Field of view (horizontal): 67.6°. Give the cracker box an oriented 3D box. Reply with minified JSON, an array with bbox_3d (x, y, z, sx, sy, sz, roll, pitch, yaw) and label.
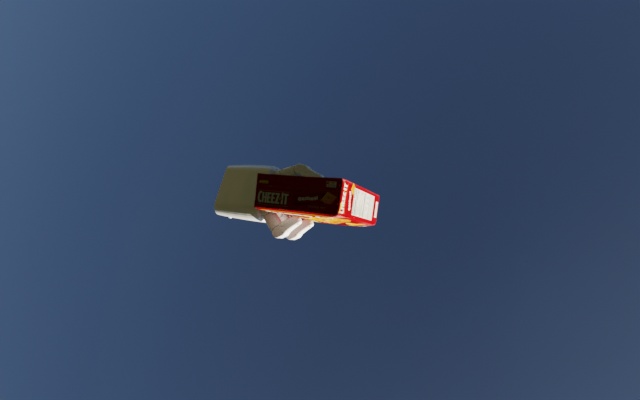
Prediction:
[{"bbox_3d":[0.000,0.003,0.898,0.164,0.072,0.214,4,-5,24],"label":"cracker box"}]
